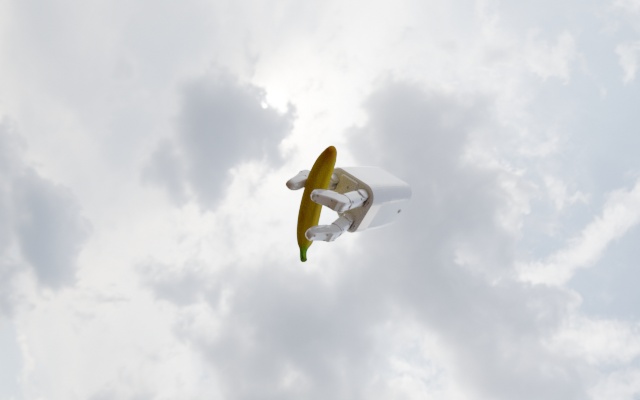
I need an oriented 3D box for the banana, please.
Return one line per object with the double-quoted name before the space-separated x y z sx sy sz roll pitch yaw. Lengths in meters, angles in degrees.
"banana" -0.007 -0.001 0.786 0.037 0.198 0.069 6 17 -24
